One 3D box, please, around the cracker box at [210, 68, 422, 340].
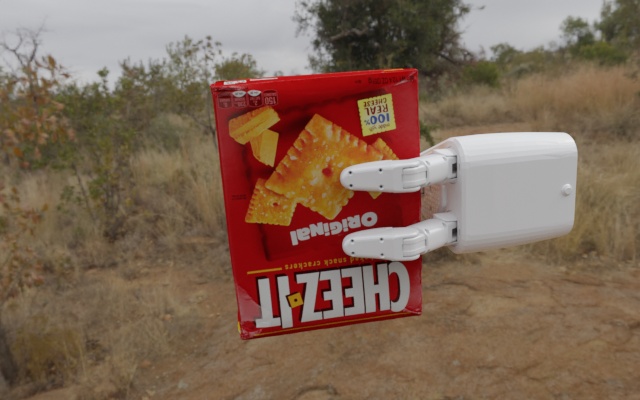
[{"bbox_3d":[0.000,0.001,0.413,0.164,0.214,0.072,-6,13,-8],"label":"cracker box"}]
